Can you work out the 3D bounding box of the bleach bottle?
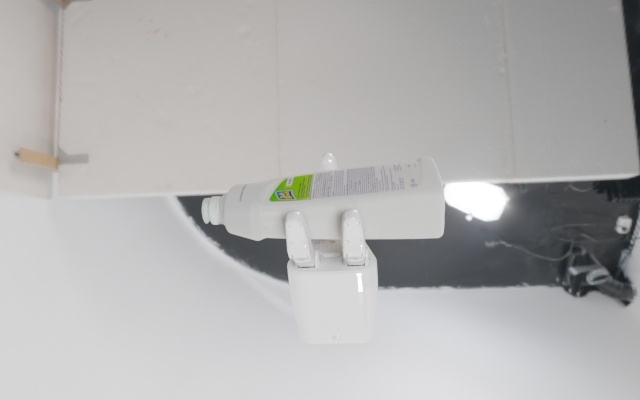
[{"bbox_3d":[0.000,0.002,0.517,0.251,0.068,0.102,-3,26,5],"label":"bleach bottle"}]
